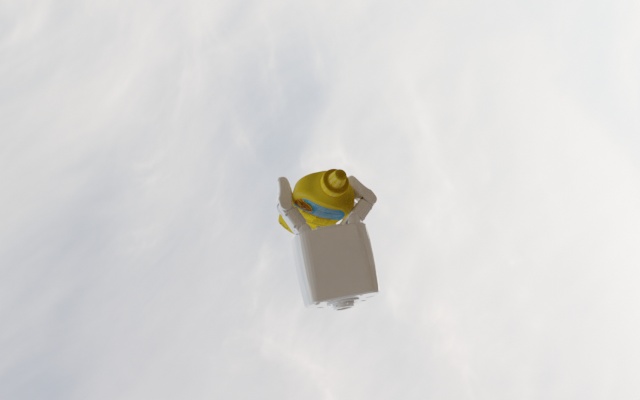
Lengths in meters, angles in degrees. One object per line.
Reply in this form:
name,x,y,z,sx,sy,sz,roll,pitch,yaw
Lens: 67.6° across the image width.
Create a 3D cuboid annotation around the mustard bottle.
mustard bottle,0.000,0.002,0.749,0.096,0.058,0.192,20,-28,-9
